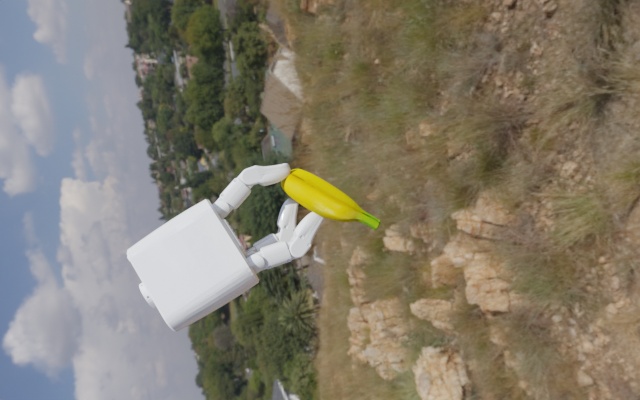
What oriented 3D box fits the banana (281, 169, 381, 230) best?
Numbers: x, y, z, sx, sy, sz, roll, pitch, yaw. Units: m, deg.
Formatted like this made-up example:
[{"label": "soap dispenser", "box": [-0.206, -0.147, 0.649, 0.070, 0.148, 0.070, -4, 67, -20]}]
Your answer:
[{"label": "banana", "box": [-0.010, -0.008, 0.567, 0.070, 0.037, 0.197, 41, -5, -32]}]
